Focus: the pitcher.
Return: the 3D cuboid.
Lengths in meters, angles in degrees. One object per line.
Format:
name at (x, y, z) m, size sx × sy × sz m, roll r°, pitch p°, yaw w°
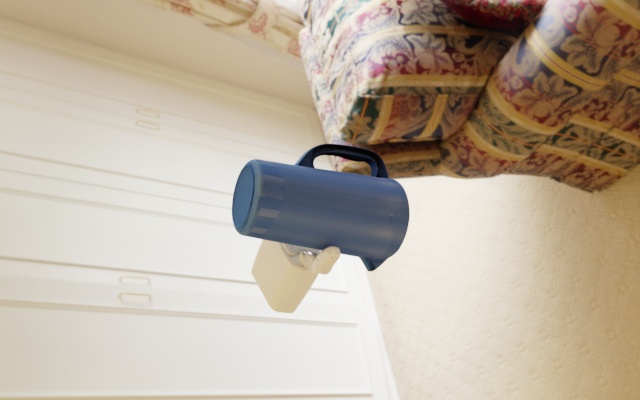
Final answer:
pitcher at (0.000, 0.003, 0.710) m, size 0.243 × 0.145 × 0.149 m, roll 10°, pitch 34°, yaw -26°
